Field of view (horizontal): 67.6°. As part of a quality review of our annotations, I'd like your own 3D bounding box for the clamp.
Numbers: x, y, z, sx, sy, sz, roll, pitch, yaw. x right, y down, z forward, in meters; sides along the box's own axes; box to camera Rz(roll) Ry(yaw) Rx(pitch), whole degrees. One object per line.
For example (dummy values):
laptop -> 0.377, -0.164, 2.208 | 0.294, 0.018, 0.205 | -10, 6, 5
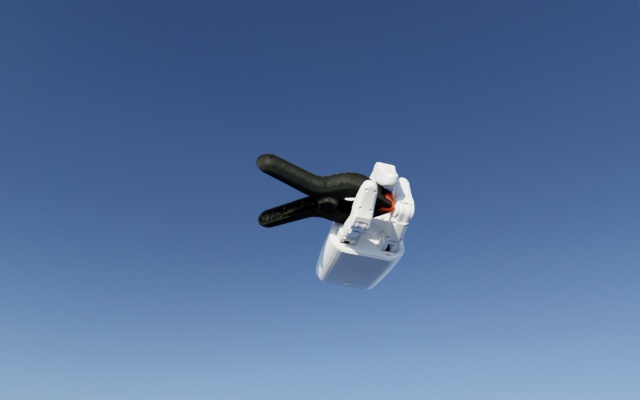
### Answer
clamp -> 0.000, 0.001, 0.583 | 0.171, 0.039, 0.120 | 12, -35, -8
